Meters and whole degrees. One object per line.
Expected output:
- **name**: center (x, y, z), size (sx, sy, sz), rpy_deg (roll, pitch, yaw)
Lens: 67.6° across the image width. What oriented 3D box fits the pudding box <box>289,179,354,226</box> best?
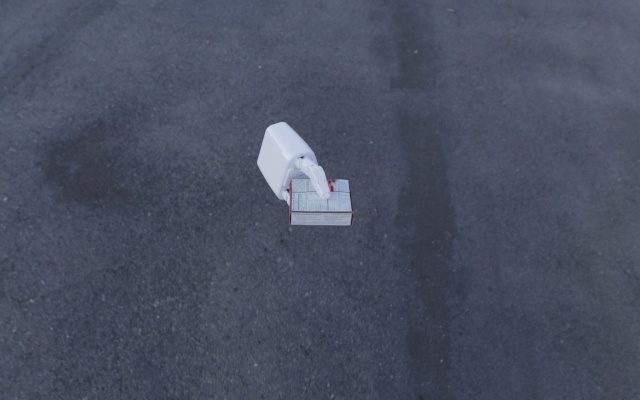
- **pudding box**: center (0.000, 0.003, 0.858), size (0.113, 0.039, 0.090), rpy_deg (0, 44, -2)
